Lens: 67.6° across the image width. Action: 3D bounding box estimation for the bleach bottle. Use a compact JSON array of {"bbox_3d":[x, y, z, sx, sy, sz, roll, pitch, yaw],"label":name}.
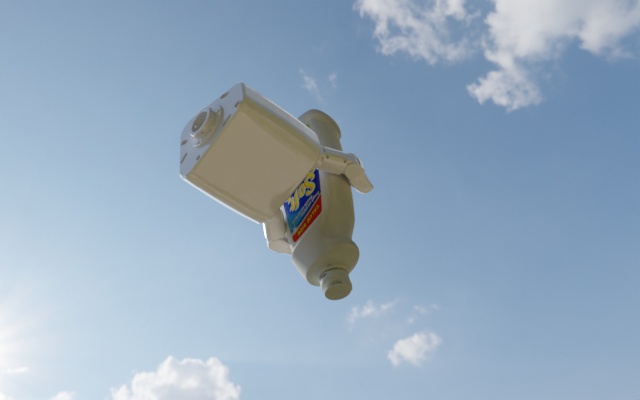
[{"bbox_3d":[0.000,0.002,0.565,0.102,0.250,0.068,-39,-49,21],"label":"bleach bottle"}]
